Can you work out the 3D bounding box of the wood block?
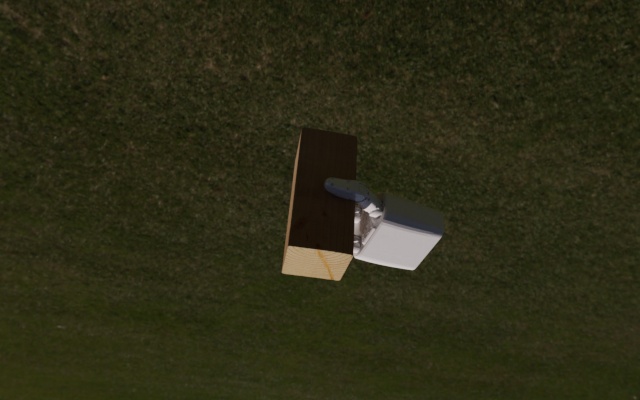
[{"bbox_3d":[0.001,0.002,0.716,0.090,0.206,0.091,9,-33,-7],"label":"wood block"}]
